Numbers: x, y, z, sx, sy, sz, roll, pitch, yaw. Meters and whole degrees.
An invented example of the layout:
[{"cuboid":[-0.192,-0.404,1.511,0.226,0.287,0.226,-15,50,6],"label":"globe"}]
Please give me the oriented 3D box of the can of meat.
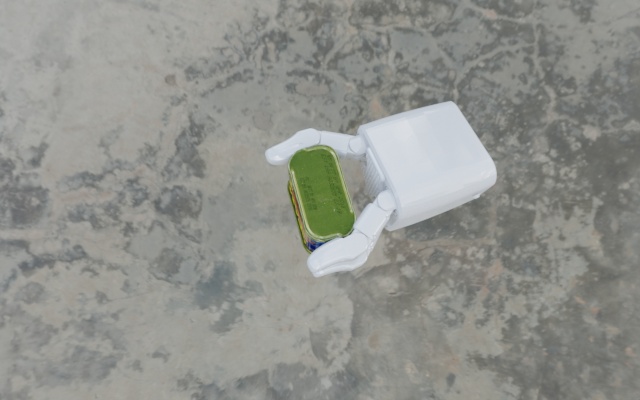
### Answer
[{"cuboid":[0.000,0.001,0.498,0.057,0.102,0.084,-15,-13,-6],"label":"can of meat"}]
